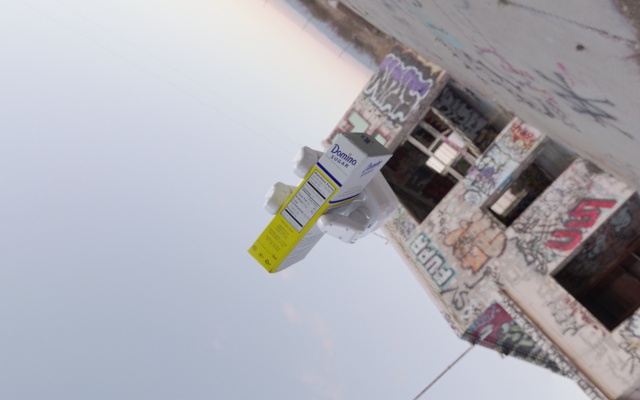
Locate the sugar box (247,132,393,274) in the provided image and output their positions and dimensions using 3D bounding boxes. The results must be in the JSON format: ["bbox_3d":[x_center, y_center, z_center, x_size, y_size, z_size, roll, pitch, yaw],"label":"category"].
[{"bbox_3d":[0.000,0.001,0.540,0.048,0.176,0.093,42,20,14],"label":"sugar box"}]
